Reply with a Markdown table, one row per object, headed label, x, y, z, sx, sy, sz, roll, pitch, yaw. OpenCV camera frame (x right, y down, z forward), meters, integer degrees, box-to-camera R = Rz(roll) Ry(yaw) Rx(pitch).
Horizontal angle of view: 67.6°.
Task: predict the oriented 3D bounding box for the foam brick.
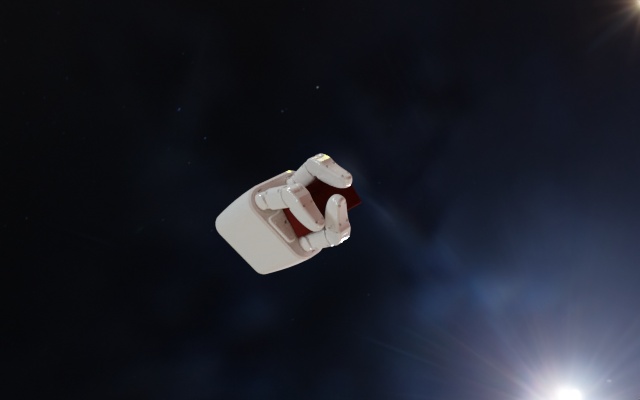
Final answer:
| label | x | y | z | sx | sy | sz | roll | pitch | yaw |
| --- | --- | --- | --- | --- | --- | --- | --- | --- | --- |
| foam brick | 0.000 | 0.002 | 0.589 | 0.078 | 0.053 | 0.051 | -29 | 1 | -42 |
